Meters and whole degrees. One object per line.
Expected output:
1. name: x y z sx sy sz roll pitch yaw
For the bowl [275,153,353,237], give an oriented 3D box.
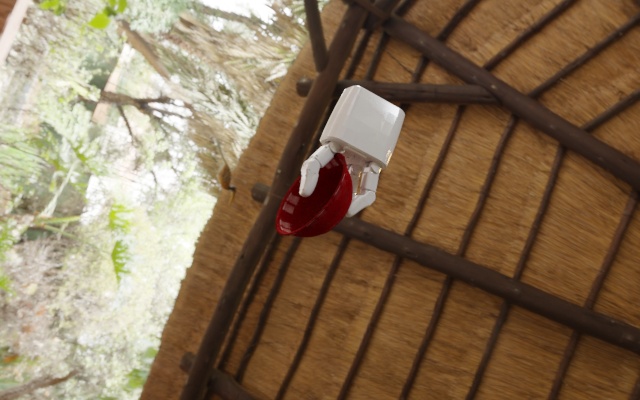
1. bowl: 0.000 0.004 0.769 0.055 0.162 0.162 39 -19 -25
